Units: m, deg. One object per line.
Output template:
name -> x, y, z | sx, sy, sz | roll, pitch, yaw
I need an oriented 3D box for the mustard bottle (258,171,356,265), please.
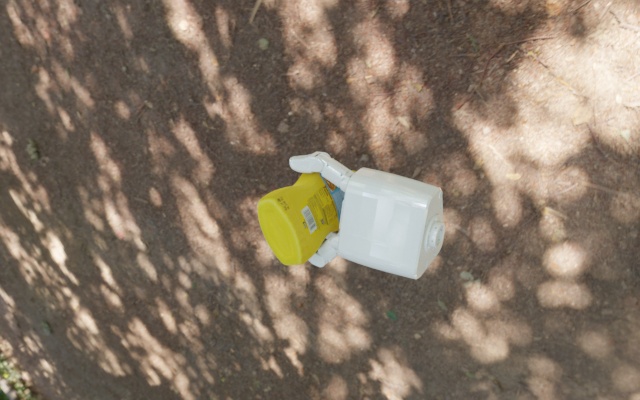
mustard bottle -> 0.000, 0.002, 0.655 | 0.058, 0.096, 0.191 | -11, 18, 41
